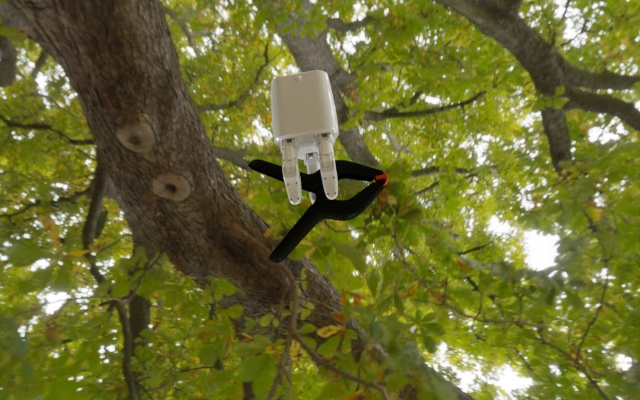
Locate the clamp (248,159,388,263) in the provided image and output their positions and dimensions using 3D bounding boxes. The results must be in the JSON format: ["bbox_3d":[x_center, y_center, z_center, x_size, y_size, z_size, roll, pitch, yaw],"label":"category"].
[{"bbox_3d":[0.001,0.002,0.723,0.210,0.164,0.036,-8,-14,3],"label":"clamp"}]
